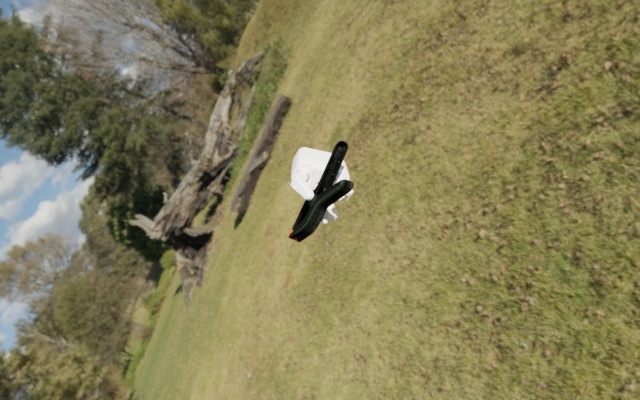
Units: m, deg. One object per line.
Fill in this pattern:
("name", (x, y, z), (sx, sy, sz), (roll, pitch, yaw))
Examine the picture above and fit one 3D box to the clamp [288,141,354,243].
("clamp", (-0.001, 0.003, 0.886), (0.036, 0.210, 0.164), (26, 21, -15))
